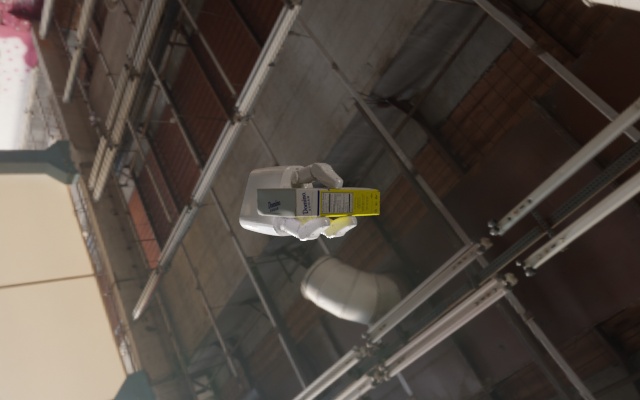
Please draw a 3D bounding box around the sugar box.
[{"bbox_3d":[0.000,0.003,0.729,0.176,0.048,0.093,-4,3,-42],"label":"sugar box"}]
